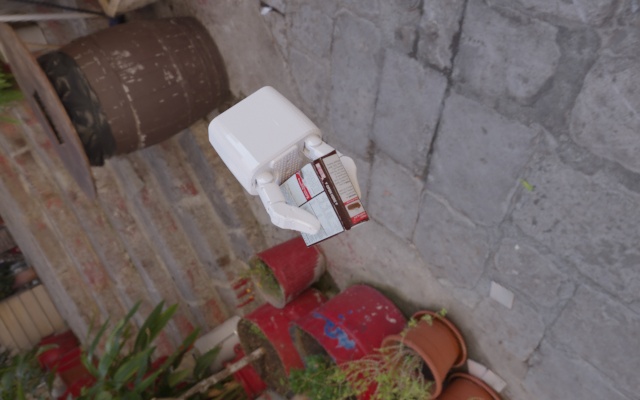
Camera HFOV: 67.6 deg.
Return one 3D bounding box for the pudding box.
[{"bbox_3d":[0.000,0.002,0.570,0.039,0.090,0.113,-26,-2,-27],"label":"pudding box"}]
